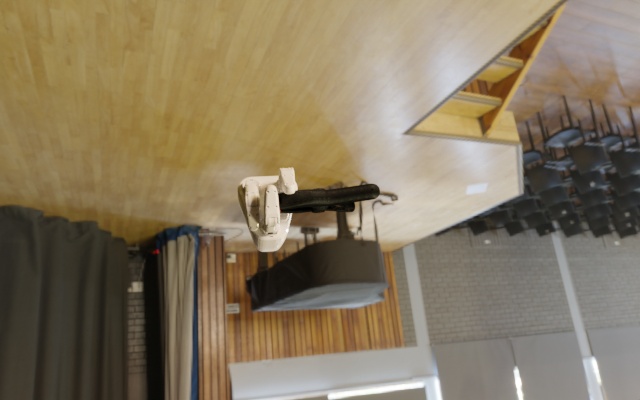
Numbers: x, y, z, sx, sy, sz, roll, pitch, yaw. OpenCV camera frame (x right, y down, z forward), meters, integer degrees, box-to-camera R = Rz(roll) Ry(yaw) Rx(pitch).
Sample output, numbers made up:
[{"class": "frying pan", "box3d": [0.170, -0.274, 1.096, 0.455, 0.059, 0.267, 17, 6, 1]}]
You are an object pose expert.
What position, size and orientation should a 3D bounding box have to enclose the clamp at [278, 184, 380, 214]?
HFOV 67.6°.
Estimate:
[{"class": "clamp", "box3d": [0.000, 0.003, 0.770, 0.171, 0.039, 0.120, -3, -18, -9]}]
